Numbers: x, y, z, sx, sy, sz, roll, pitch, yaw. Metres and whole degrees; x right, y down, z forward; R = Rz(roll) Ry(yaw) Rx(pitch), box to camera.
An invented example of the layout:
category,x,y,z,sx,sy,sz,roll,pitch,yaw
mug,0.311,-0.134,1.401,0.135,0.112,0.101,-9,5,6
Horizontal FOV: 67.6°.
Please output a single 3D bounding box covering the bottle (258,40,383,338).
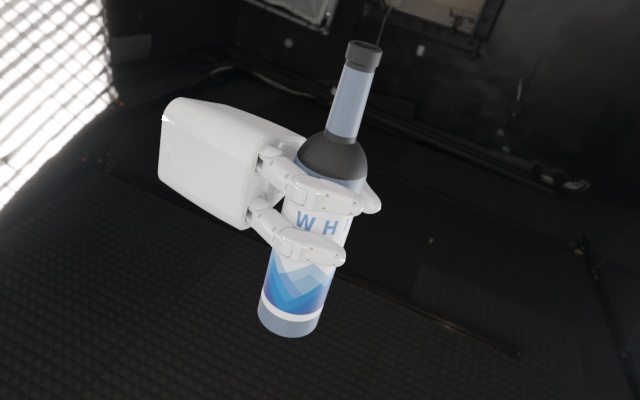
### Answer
category,x,y,z,sx,sy,sz,roll,pitch,yaw
bottle,0.000,0.002,0.447,0.069,0.296,0.069,12,30,-7
